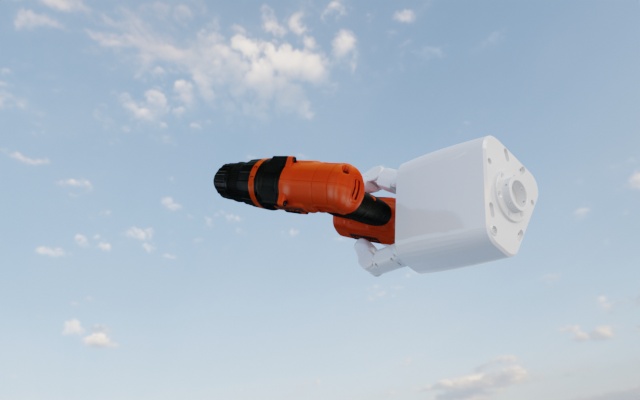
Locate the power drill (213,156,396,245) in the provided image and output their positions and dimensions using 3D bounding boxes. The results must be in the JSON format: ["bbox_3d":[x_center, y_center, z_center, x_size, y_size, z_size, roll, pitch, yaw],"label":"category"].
[{"bbox_3d":[0.001,0.002,0.522,0.184,0.057,0.188,7,-8,39],"label":"power drill"}]
